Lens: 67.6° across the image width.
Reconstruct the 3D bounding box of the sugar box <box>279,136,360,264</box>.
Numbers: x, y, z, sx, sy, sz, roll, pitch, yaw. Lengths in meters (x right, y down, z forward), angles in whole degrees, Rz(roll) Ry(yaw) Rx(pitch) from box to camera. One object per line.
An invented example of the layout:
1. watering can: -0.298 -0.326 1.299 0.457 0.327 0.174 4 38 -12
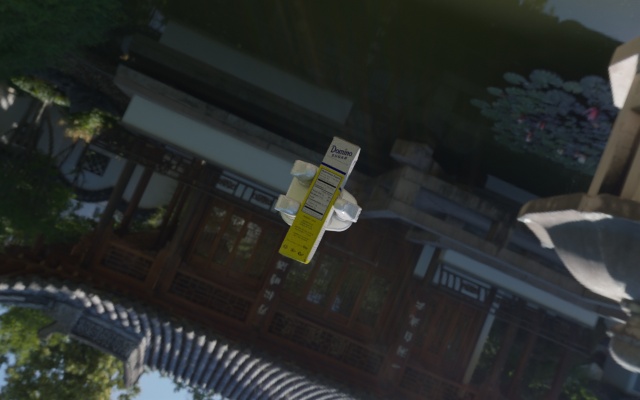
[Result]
1. sugar box: 0.000 0.002 0.683 0.048 0.176 0.093 23 -4 4
